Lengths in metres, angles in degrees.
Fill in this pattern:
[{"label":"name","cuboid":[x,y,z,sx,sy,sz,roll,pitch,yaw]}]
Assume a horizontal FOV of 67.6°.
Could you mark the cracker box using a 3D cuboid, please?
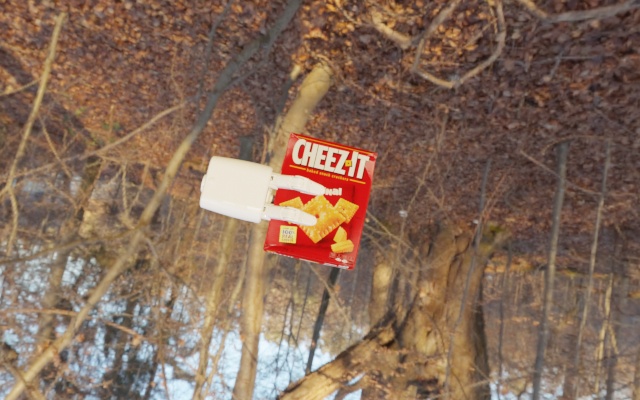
[{"label":"cracker box","cuboid":[0.000,0.003,0.855,0.164,0.213,0.072,13,-10,-4]}]
